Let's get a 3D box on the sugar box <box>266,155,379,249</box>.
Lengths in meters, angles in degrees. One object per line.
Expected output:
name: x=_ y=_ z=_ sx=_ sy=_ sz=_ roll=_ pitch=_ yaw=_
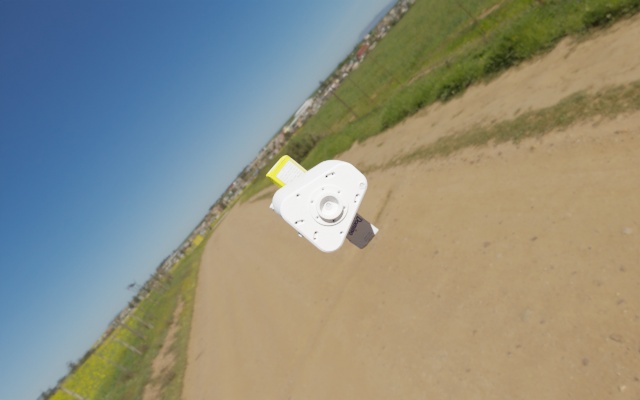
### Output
sugar box: x=0.000 y=0.003 z=0.729 sx=0.176 sy=0.048 sz=0.093 roll=41 pitch=-3 yaw=-9
